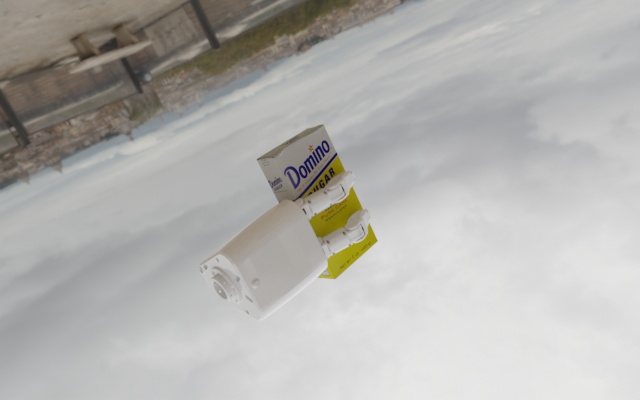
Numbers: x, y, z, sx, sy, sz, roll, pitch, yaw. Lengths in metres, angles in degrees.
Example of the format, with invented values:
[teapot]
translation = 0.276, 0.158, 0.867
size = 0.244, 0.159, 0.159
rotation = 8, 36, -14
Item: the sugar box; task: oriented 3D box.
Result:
[sugar box]
translation = 0.000, 0.002, 0.612
size = 0.093, 0.176, 0.048
rotation = -37, 21, -34
